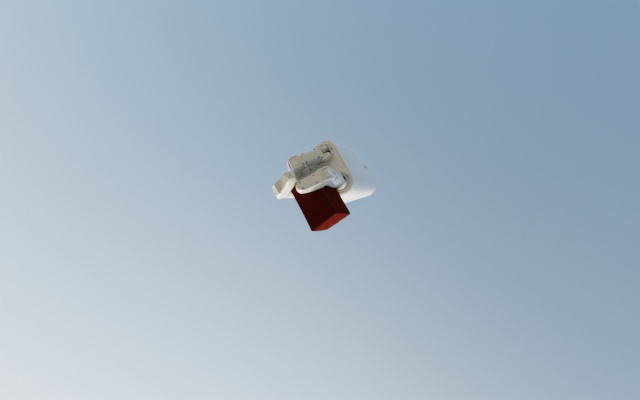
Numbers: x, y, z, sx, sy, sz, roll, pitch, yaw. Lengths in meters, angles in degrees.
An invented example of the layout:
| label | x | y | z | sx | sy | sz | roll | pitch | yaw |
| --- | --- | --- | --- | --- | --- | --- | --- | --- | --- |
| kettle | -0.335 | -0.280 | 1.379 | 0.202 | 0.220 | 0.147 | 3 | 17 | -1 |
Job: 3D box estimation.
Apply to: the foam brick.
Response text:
| label | x | y | z | sx | sy | sz | roll | pitch | yaw |
| --- | --- | --- | --- | --- | --- | --- | --- | --- | --- |
| foam brick | 0.000 | 0.003 | 0.749 | 0.053 | 0.078 | 0.051 | -36 | -19 | 23 |
